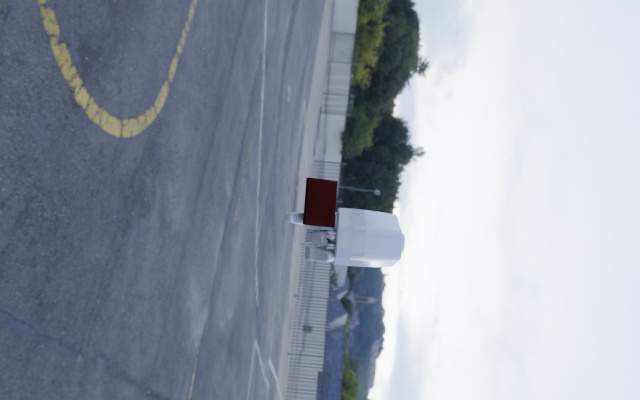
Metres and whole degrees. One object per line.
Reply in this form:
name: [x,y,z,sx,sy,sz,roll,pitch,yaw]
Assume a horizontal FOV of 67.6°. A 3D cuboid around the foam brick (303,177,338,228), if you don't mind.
foam brick: [0.000,0.002,0.794,0.051,0.078,0.053,5,2,1]
